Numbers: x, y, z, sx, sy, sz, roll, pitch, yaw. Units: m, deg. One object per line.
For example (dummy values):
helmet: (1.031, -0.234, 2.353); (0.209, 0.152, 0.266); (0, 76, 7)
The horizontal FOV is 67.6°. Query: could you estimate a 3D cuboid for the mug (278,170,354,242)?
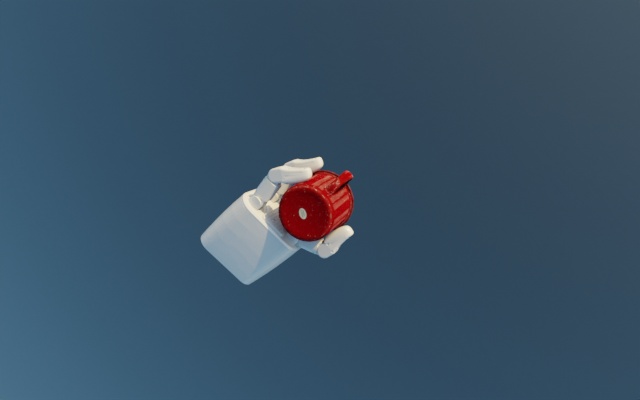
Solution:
mug: (0.001, 0.001, 0.670); (0.117, 0.093, 0.081); (-41, -3, 23)
